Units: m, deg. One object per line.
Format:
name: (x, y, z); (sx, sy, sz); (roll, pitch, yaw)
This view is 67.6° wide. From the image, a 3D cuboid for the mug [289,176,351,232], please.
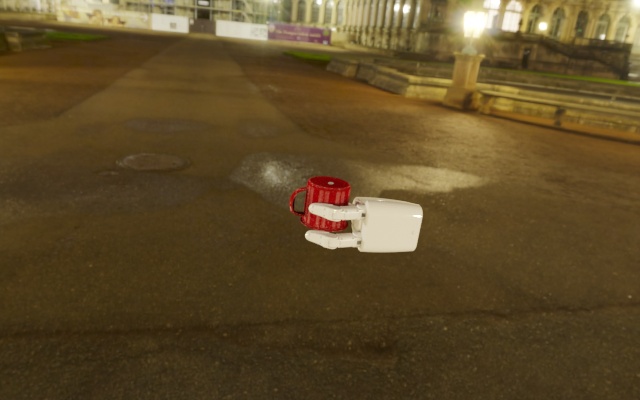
mug: (-0.001, 0.003, 0.893); (0.117, 0.081, 0.093); (3, 19, -12)
